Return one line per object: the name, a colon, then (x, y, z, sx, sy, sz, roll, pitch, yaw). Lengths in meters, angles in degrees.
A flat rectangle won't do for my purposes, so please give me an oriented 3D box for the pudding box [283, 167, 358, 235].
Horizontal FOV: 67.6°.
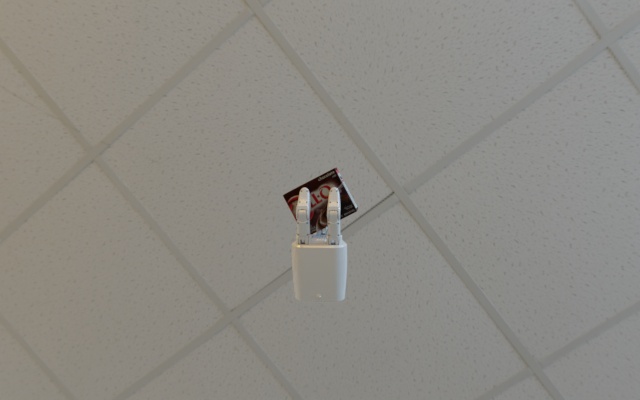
pudding box: (0.000, 0.003, 0.883, 0.113, 0.090, 0.039, -28, 4, 9)
